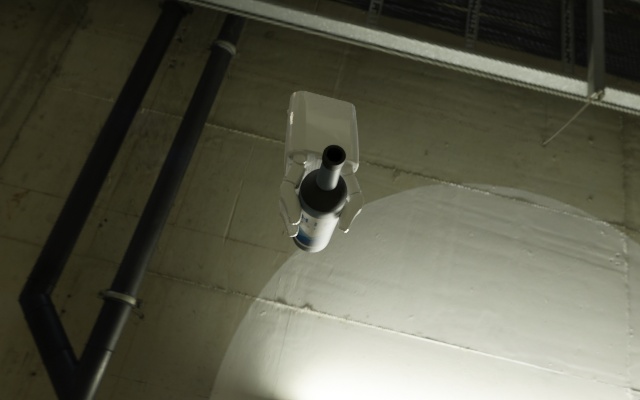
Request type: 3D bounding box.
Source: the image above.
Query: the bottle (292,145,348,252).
[{"bbox_3d":[0.000,0.002,0.690,0.069,0.069,0.296,0,-22,-7],"label":"bottle"}]
